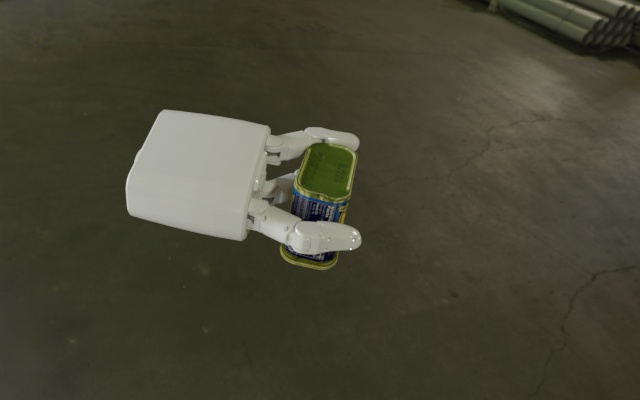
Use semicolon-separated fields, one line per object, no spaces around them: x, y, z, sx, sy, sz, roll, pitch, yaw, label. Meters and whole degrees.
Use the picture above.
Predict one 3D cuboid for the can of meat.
0.000;0.001;0.470;0.057;0.084;0.102;13;35;1;can of meat
